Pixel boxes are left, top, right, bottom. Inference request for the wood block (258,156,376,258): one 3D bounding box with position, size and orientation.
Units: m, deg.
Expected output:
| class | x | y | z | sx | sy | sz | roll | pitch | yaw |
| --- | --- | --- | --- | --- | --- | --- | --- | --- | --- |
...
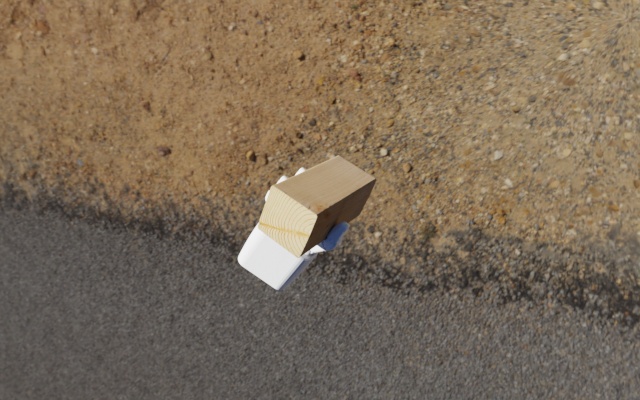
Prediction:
| class | x | y | z | sx | sy | sz | roll | pitch | yaw |
| --- | --- | --- | --- | --- | --- | --- | --- | --- | --- |
| wood block | 0.000 | 0.003 | 0.816 | 0.091 | 0.090 | 0.206 | 34 | 33 | 18 |
